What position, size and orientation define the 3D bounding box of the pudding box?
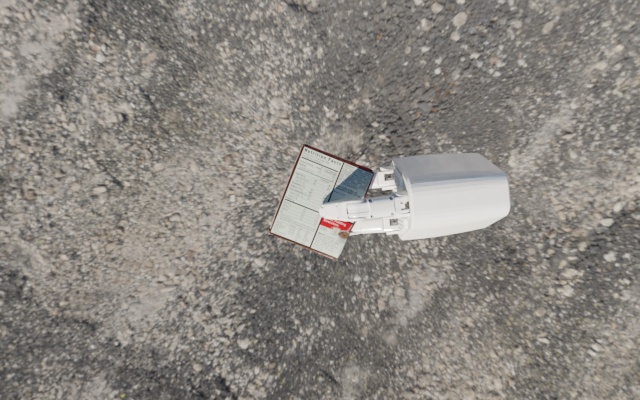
[{"bbox_3d":[0.000,0.002,0.554,0.090,0.113,0.039,22,1,-3],"label":"pudding box"}]
